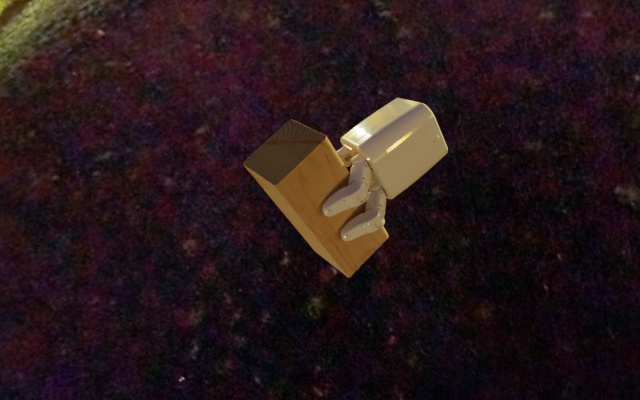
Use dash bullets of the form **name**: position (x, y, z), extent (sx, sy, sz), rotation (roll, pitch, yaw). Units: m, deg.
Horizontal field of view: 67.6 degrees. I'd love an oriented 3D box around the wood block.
- **wood block**: position (0.000, 0.002, 0.656), extent (0.090, 0.090, 0.206), rotation (34, -16, 49)
